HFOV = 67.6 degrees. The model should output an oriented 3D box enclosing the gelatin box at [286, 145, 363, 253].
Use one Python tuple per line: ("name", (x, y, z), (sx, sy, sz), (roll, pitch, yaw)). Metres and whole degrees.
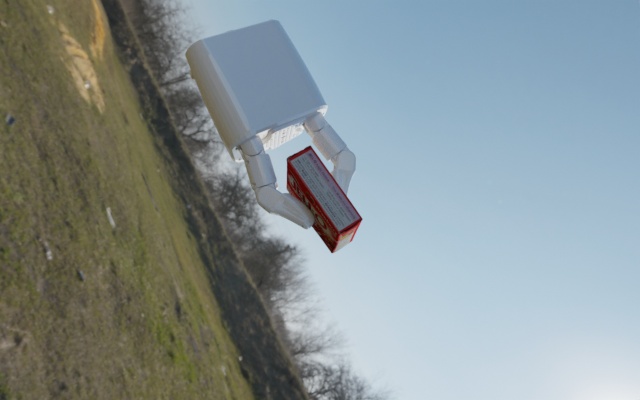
("gelatin box", (0.001, 0.002, 0.463), (0.030, 0.089, 0.073), (-32, -14, -14))
